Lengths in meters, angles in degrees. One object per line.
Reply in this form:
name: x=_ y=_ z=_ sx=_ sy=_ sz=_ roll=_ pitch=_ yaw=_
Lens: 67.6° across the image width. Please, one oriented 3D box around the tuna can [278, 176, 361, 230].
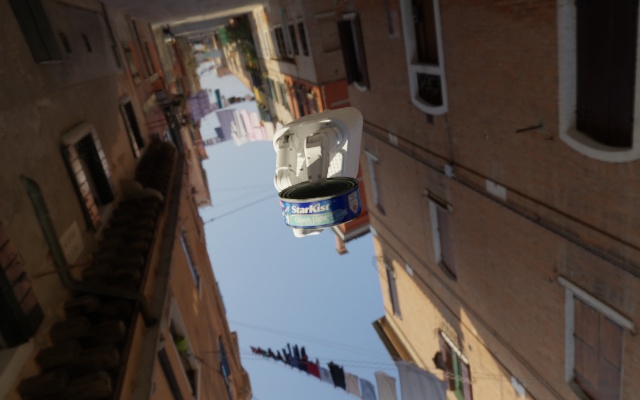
tuna can: x=0.000 y=0.002 z=0.508 sx=0.086 sy=0.034 sz=0.086 roll=-9 pitch=15 yaw=2
